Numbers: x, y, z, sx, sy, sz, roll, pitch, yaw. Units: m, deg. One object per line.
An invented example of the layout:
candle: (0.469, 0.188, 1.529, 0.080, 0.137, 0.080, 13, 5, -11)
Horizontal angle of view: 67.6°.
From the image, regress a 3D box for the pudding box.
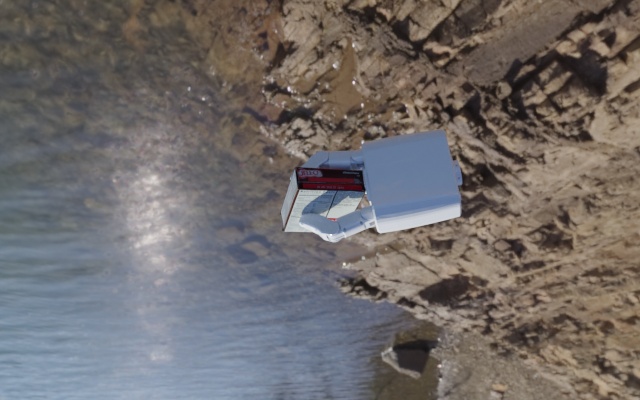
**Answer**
pudding box: (0.000, 0.002, 0.634, 0.090, 0.039, 0.114, 3, -35, -15)
